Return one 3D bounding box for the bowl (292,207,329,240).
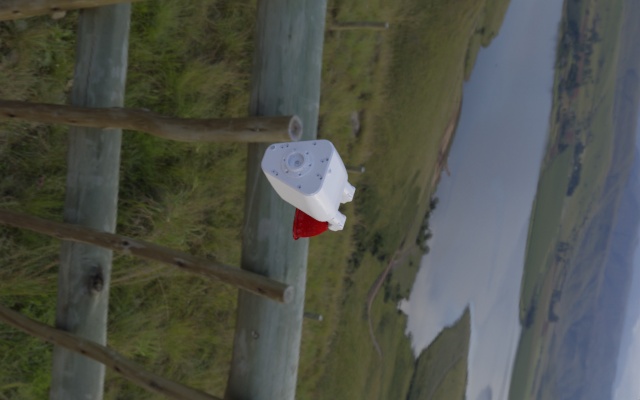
[{"bbox_3d":[0.001,0.003,0.880,0.055,0.162,0.162,16,2,8],"label":"bowl"}]
